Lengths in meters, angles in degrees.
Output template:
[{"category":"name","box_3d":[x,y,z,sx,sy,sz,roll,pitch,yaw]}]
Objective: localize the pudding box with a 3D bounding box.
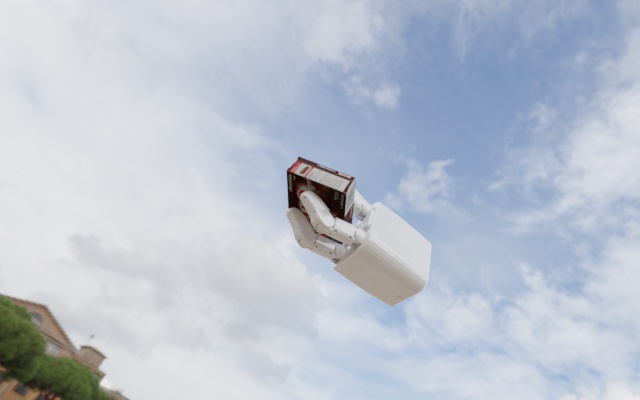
[{"category":"pudding box","box_3d":[0.000,0.002,0.668,0.090,0.114,0.039,21,49,17]}]
